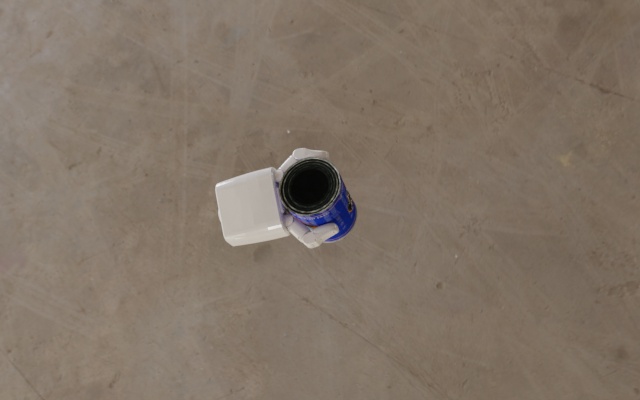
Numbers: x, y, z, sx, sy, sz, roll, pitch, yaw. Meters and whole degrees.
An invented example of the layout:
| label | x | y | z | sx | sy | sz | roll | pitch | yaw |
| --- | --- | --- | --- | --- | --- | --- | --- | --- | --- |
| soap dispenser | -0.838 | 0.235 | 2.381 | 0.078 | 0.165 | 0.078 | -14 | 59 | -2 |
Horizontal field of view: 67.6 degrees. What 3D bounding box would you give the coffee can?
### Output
| label | x | y | z | sx | sy | sz | roll | pitch | yaw |
| --- | --- | --- | --- | --- | --- | --- | --- | --- | --- |
| coffee can | 0.000 | 0.003 | 0.813 | 0.103 | 0.102 | 0.140 | 0 | -22 | 16 |
